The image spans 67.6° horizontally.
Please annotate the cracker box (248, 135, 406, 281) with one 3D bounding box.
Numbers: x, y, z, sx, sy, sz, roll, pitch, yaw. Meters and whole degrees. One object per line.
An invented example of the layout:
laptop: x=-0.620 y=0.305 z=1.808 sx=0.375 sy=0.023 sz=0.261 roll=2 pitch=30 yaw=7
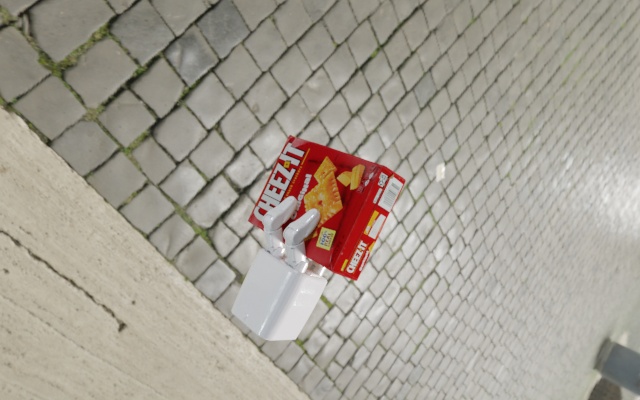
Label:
cracker box: x=0.000 y=0.003 z=0.732 sx=0.213 sy=0.164 sz=0.072 roll=25 pitch=-2 yaw=44
